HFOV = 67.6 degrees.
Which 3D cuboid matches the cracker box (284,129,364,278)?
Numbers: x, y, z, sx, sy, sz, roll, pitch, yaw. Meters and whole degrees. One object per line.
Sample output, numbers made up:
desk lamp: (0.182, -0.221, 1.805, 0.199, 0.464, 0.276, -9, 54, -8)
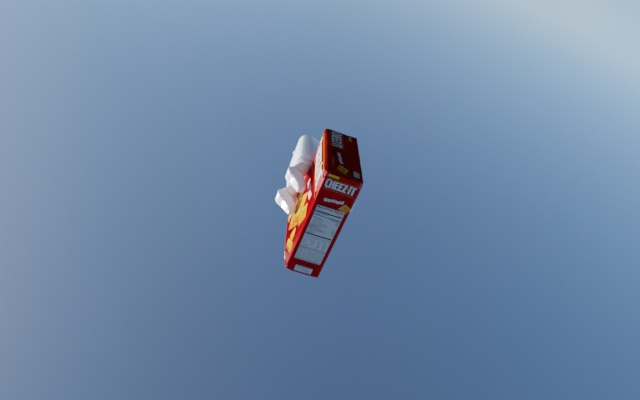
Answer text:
cracker box: (0.000, 0.003, 0.858, 0.072, 0.214, 0.164, 17, 31, -11)
